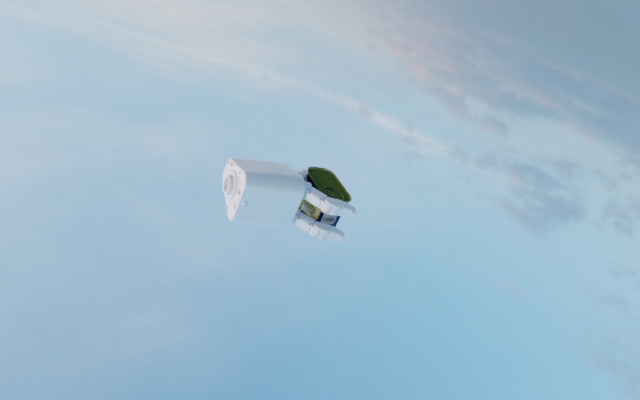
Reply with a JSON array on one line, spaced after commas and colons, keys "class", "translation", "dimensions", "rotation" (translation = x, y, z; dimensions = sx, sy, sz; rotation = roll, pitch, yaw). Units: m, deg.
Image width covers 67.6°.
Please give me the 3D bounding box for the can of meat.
[{"class": "can of meat", "translation": [0.000, 0.003, 0.853], "dimensions": [0.057, 0.084, 0.102], "rotation": [4, 35, -33]}]
